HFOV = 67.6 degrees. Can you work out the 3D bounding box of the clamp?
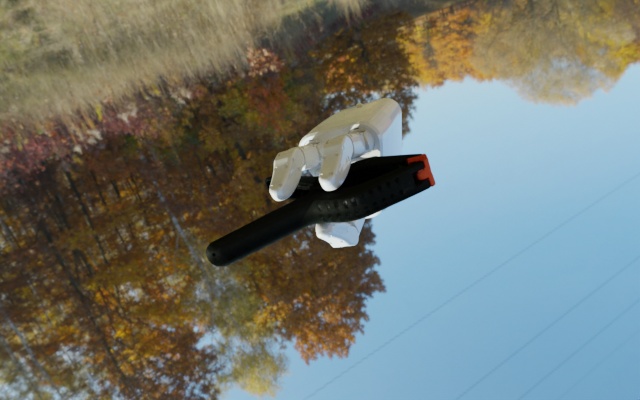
[{"bbox_3d":[0.001,0.002,0.453,0.210,0.036,0.164,-11,24,29],"label":"clamp"}]
